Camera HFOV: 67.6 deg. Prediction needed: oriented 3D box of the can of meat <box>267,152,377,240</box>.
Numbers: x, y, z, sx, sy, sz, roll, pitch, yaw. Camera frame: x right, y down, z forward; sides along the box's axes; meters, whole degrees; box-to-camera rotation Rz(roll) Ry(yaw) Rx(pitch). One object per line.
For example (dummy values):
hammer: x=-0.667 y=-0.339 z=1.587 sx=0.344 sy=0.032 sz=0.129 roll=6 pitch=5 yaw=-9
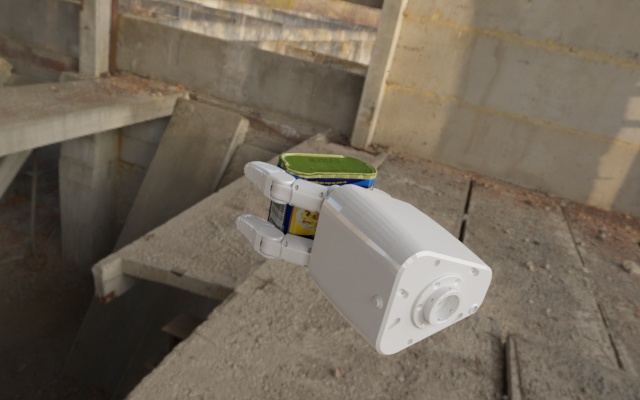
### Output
can of meat: x=0.000 y=0.001 z=0.473 sx=0.102 sy=0.084 sz=0.057 roll=-1 pitch=27 yaw=-28
